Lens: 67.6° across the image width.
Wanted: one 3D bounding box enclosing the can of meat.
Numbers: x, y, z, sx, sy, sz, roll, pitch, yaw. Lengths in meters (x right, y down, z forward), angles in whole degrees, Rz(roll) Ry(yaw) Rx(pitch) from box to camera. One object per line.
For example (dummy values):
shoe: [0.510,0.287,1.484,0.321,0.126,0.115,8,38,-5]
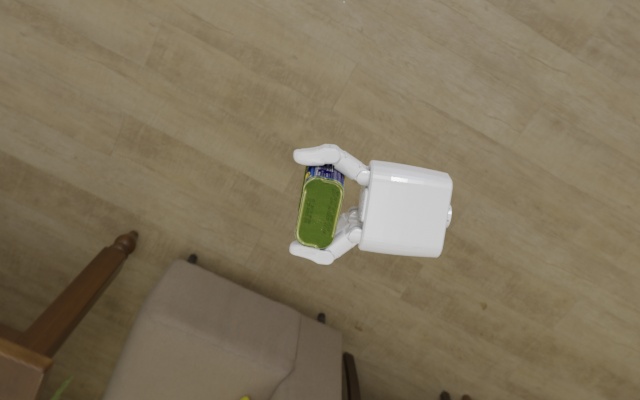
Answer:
can of meat: [0.000,0.002,0.629,0.057,0.102,0.084,10,23,-2]
